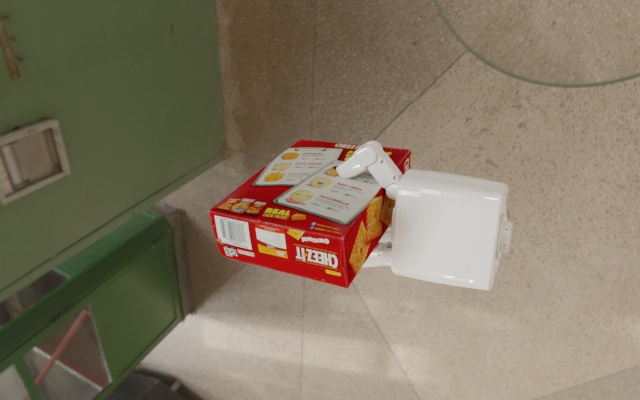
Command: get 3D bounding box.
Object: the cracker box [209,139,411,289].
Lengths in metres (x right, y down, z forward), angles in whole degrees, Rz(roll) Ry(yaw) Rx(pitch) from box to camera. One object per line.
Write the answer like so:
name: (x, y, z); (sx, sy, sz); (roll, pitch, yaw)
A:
cracker box: (0.000, 0.002, 0.573); (0.164, 0.072, 0.213); (9, 32, 25)
